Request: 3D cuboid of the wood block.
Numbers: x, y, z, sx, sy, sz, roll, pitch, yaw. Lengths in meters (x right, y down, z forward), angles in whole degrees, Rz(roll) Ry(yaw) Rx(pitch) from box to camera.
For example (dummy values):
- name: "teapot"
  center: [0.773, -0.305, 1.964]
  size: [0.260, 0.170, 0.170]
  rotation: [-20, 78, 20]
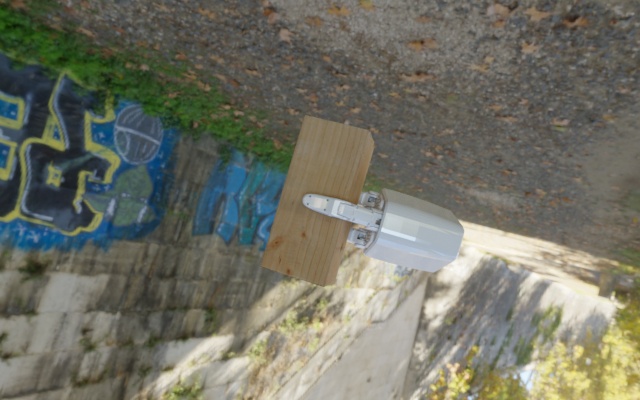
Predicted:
- name: "wood block"
  center: [0.000, 0.002, 0.648]
  size: [0.090, 0.206, 0.091]
  rotation: [16, -3, 12]
